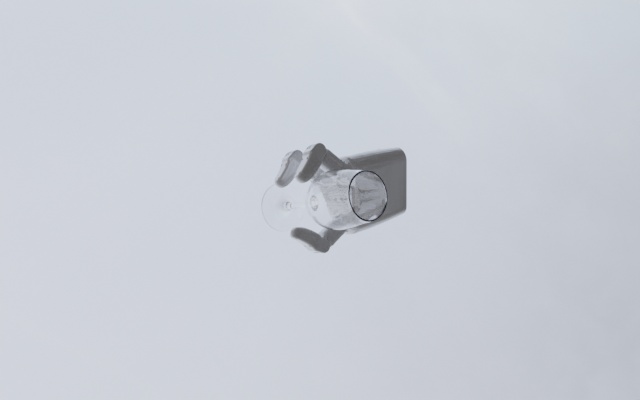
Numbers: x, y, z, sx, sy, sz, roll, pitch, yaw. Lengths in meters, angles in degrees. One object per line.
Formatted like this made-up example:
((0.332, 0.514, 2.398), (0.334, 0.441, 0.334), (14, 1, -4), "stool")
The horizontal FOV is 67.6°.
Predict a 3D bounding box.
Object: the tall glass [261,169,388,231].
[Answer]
((0.000, 0.002, 0.645), (0.079, 0.079, 0.201), (0, -4, -35), "tall glass")
